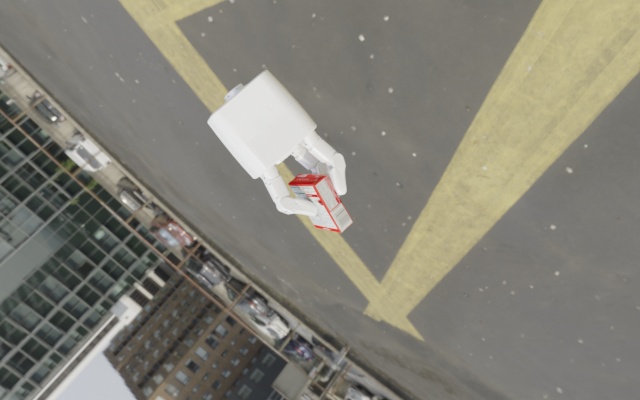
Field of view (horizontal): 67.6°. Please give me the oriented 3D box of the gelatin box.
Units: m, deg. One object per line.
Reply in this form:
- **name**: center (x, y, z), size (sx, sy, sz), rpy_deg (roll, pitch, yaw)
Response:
- **gelatin box**: center (0.000, 0.003, 0.710), size (0.030, 0.089, 0.073), rpy_deg (-40, 22, -24)
